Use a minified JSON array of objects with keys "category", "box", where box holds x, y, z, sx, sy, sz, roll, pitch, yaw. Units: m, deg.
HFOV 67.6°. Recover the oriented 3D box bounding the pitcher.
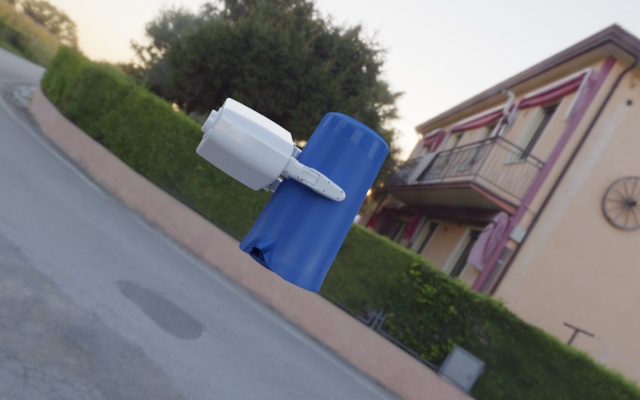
[{"category":"pitcher","box":[0.000,0.002,0.706,0.145,0.243,0.149,31,-1,-17]}]
